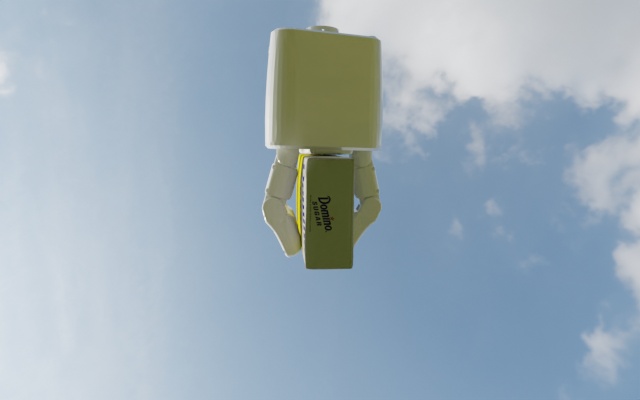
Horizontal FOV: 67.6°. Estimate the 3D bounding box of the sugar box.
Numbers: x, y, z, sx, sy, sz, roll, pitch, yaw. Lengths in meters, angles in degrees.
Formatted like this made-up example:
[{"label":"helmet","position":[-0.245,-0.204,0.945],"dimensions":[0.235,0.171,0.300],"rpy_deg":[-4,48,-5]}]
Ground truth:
[{"label":"sugar box","position":[0.000,0.001,0.466],"dimensions":[0.048,0.093,0.176],"rpy_deg":[0,6,-2]}]
